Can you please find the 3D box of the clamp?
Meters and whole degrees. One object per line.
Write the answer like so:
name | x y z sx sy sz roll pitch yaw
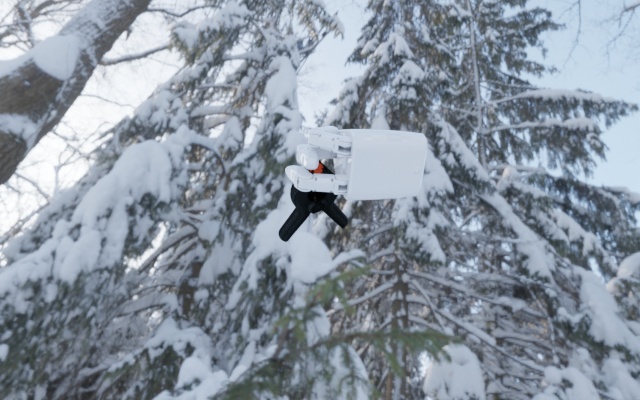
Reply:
clamp | 0.000 0.002 0.762 0.120 0.039 0.172 -11 -36 -23
